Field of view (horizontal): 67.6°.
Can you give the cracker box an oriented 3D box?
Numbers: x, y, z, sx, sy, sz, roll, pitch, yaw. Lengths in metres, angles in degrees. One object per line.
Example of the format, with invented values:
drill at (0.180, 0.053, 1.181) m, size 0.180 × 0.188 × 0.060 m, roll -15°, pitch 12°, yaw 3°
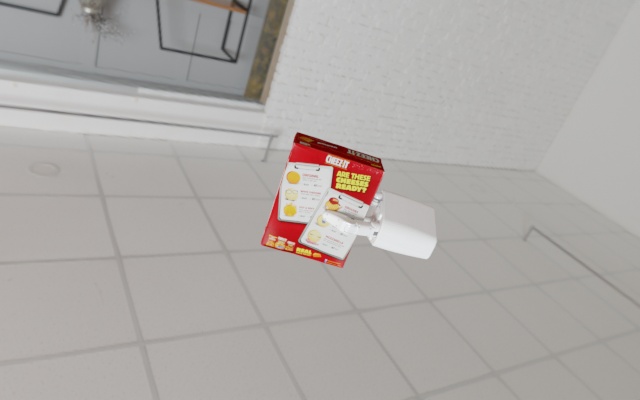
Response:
cracker box at (0.000, 0.003, 0.868) m, size 0.164 × 0.214 × 0.072 m, roll 17°, pitch 26°, yaw -8°
